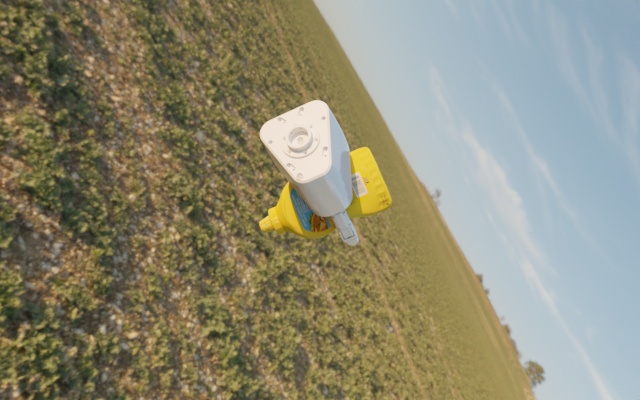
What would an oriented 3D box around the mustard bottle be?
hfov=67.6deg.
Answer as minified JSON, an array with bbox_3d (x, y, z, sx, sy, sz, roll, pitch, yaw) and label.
[{"bbox_3d":[0.000,0.002,0.697,0.191,0.096,0.058,-23,-2,6],"label":"mustard bottle"}]
